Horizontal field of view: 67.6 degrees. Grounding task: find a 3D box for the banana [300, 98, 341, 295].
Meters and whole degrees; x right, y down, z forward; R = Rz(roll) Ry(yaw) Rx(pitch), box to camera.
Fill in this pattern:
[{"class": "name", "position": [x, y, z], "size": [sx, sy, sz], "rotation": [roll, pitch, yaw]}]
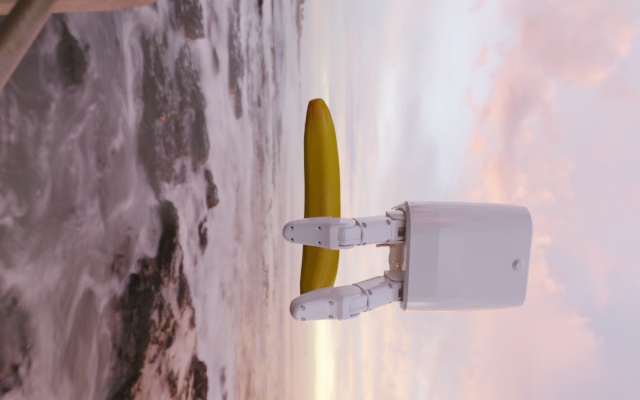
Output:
[{"class": "banana", "position": [0.001, 0.008, 0.444], "size": [0.037, 0.197, 0.069], "rotation": [1, -10, 3]}]
